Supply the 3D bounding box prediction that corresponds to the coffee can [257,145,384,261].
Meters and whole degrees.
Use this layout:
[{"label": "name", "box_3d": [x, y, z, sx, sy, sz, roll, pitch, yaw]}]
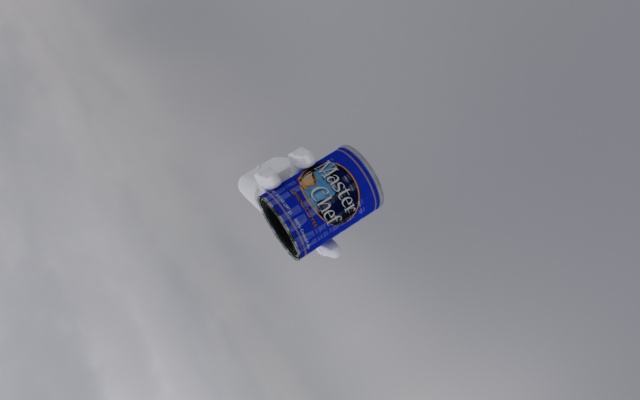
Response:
[{"label": "coffee can", "box_3d": [0.000, 0.002, 0.651, 0.140, 0.103, 0.103, -32, 9, -15]}]
